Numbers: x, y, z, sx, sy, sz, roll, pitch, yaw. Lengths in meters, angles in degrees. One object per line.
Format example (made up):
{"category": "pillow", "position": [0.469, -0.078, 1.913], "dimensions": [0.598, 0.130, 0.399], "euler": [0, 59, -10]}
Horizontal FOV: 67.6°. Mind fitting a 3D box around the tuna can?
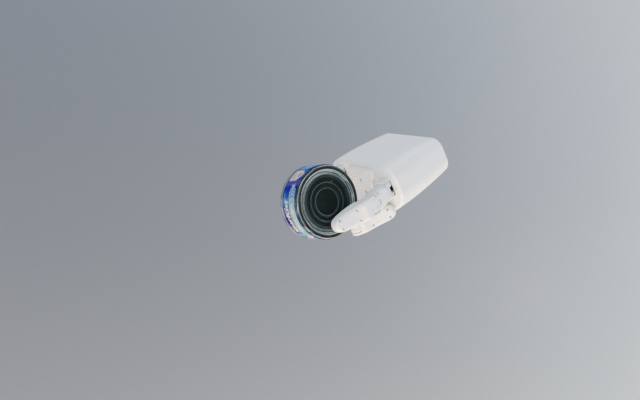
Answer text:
{"category": "tuna can", "position": [0.000, 0.002, 0.540], "dimensions": [0.086, 0.086, 0.034], "euler": [0, -1, -34]}
